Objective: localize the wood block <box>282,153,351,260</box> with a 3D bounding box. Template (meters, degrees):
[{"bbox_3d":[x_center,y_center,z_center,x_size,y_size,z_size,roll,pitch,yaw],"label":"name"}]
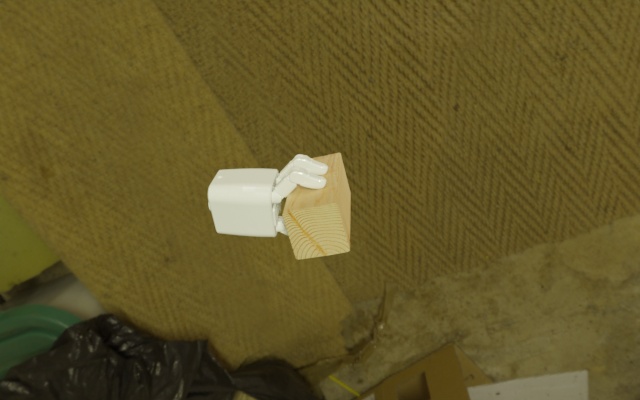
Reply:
[{"bbox_3d":[0.000,0.003,0.826,0.090,0.091,0.206,-10,26,9],"label":"wood block"}]
